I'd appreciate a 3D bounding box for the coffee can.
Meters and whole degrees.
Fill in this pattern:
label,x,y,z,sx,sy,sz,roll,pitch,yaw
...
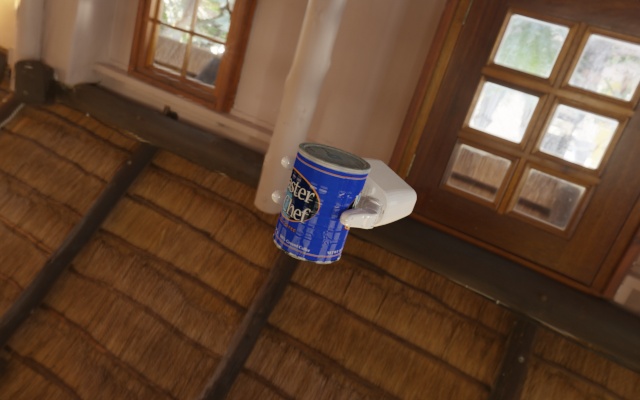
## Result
label,x,y,z,sx,sy,sz,roll,pitch,yaw
coffee can,0.000,0.002,0.666,0.103,0.140,0.102,16,18,-5
